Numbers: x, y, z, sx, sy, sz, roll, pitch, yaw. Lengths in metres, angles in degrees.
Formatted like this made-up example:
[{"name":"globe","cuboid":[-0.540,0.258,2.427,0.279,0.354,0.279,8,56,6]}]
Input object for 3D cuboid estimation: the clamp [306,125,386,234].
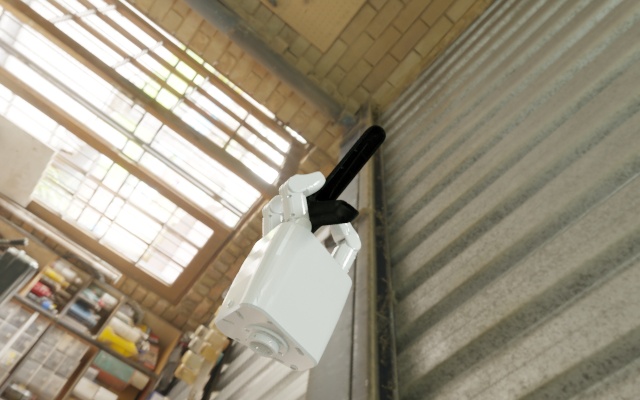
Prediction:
[{"name":"clamp","cuboid":[0.000,0.003,0.585,0.036,0.164,0.210,39,-42,-11]}]
